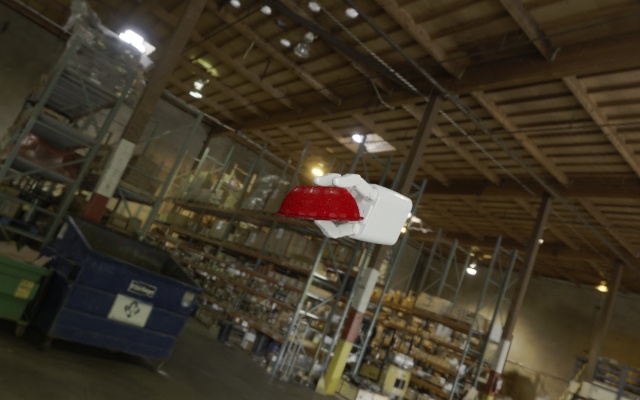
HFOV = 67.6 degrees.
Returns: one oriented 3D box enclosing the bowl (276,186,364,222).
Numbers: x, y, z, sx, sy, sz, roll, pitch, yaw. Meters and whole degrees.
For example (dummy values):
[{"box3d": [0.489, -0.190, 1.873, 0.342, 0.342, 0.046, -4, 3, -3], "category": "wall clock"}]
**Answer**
[{"box3d": [-0.001, 0.002, 0.866, 0.162, 0.055, 0.162, 3, 3, 0], "category": "bowl"}]
